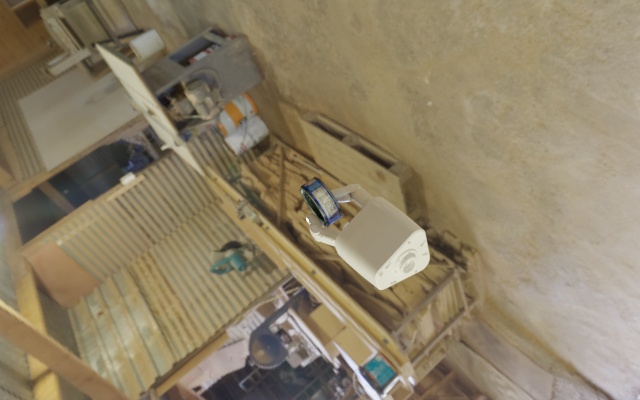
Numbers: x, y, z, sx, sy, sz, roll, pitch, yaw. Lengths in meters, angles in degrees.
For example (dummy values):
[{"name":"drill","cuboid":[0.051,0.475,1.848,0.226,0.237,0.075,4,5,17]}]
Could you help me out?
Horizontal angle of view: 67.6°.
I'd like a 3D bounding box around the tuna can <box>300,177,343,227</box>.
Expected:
[{"name":"tuna can","cuboid":[0.000,0.003,0.833,0.034,0.086,0.086,-35,7,-11]}]
